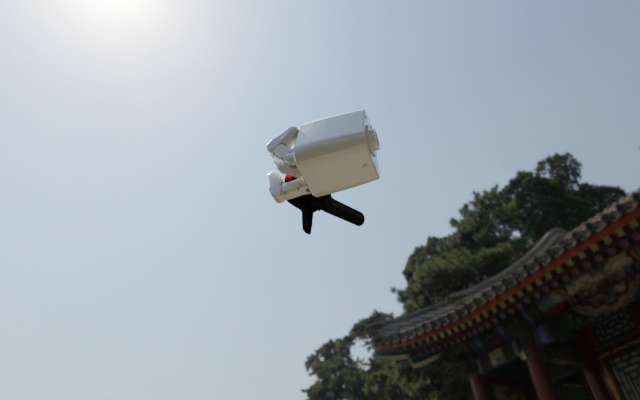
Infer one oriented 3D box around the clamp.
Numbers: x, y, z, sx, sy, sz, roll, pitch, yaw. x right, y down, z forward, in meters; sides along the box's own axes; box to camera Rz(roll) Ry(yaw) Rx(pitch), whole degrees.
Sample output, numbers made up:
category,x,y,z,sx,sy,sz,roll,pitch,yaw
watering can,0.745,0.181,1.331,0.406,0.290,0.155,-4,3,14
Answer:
category,x,y,z,sx,sy,sz,roll,pitch,yaw
clamp,0.000,0.002,0.804,0.120,0.039,0.172,-11,-37,17
